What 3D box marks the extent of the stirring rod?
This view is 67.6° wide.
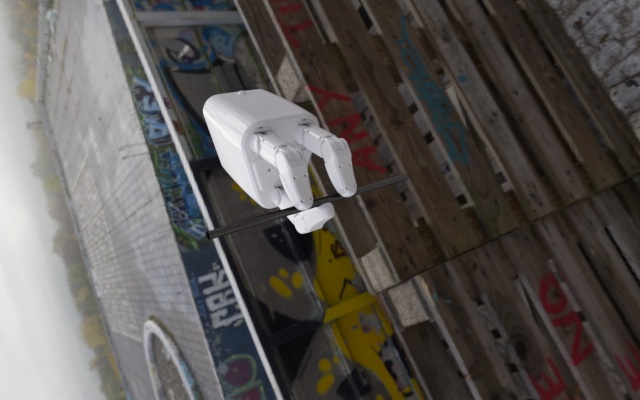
[{"bbox_3d":[0.000,0.002,0.476,0.239,0.011,0.011,-17,9,-33],"label":"stirring rod"}]
